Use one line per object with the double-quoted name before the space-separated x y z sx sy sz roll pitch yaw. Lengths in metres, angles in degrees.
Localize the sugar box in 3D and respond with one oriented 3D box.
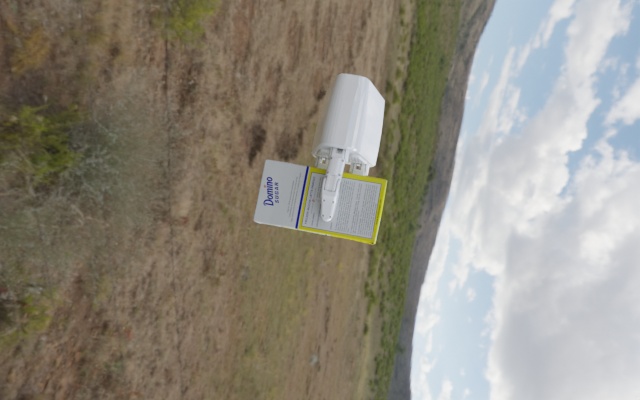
"sugar box" 0.000 0.002 0.685 0.176 0.093 0.048 11 -5 8
